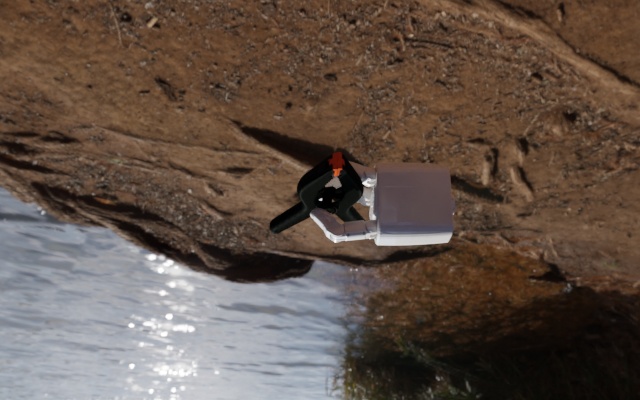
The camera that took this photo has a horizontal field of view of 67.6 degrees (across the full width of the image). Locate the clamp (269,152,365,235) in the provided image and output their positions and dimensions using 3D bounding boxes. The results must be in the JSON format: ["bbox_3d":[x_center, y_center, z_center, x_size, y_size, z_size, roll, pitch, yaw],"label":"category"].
[{"bbox_3d":[0.000,0.003,0.706,0.164,0.036,0.210,-1,-31,-1],"label":"clamp"}]
